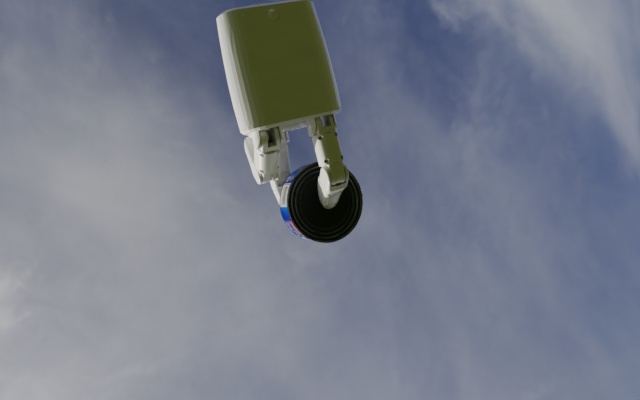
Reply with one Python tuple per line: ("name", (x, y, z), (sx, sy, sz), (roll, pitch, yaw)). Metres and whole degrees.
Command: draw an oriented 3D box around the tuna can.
("tuna can", (0.000, 0.002, 0.512), (0.086, 0.086, 0.034), (0, -1, -23))
